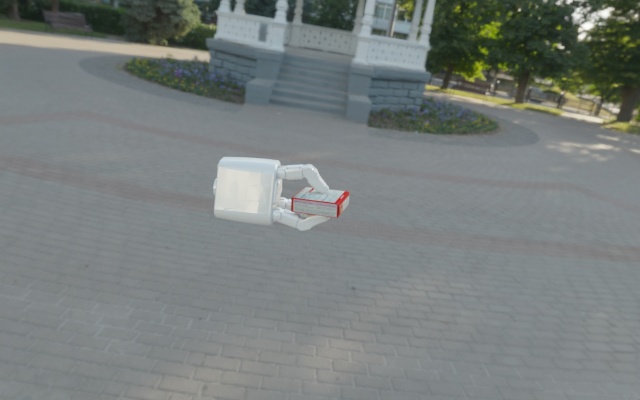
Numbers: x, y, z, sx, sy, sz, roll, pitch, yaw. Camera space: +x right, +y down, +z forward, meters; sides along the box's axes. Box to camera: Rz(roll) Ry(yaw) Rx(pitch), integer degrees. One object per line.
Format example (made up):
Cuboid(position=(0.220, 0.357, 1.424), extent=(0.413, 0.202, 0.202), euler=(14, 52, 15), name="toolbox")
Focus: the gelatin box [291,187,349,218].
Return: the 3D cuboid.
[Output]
Cuboid(position=(0.000, 0.002, 0.857), extent=(0.089, 0.030, 0.073), euler=(6, 19, 17), name="gelatin box")
